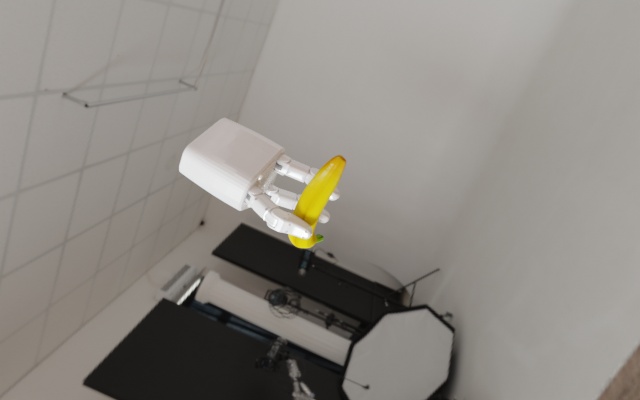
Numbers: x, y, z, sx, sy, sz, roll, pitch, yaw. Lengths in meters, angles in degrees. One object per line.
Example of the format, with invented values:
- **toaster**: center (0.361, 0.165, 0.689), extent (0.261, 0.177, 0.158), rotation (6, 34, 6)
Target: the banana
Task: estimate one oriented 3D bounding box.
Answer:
- **banana**: center (-0.012, 0.015, 0.659), extent (0.037, 0.069, 0.198), rotation (36, -34, 14)
